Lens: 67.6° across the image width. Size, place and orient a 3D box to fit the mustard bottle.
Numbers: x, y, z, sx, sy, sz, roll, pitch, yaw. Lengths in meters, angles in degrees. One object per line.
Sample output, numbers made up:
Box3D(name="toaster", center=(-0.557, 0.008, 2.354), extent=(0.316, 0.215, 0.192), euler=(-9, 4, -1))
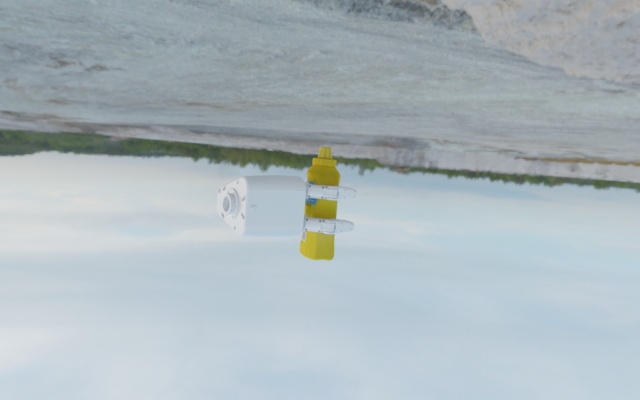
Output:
Box3D(name="mustard bottle", center=(0.000, 0.003, 0.832), extent=(0.058, 0.191, 0.096), euler=(4, 5, -13))
